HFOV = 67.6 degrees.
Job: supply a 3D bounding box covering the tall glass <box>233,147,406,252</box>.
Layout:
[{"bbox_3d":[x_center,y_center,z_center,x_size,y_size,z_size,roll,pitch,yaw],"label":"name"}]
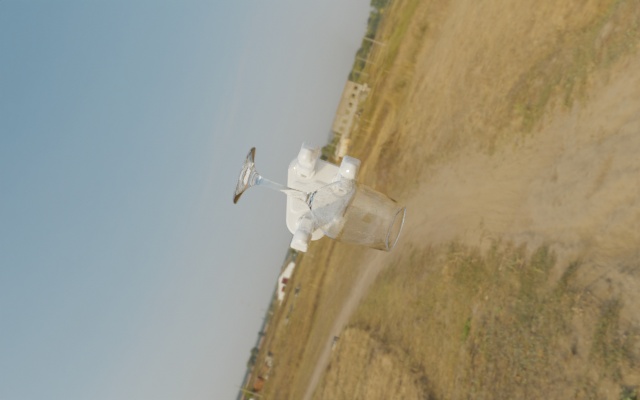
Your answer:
[{"bbox_3d":[-0.001,0.002,0.588,0.201,0.079,0.079,19,0,-1],"label":"tall glass"}]
